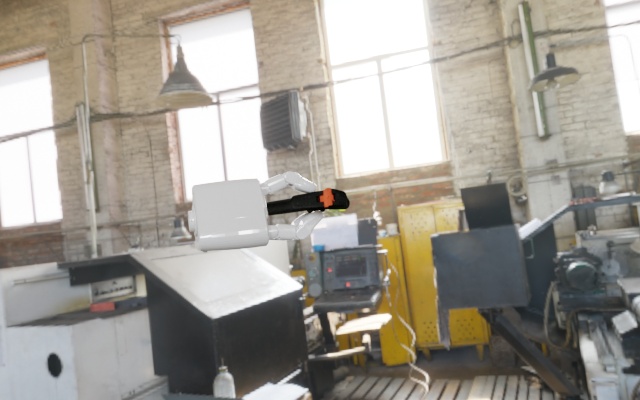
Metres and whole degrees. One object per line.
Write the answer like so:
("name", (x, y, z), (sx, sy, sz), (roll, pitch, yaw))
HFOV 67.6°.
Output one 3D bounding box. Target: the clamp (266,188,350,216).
("clamp", (0.000, 0.002, 0.819), (0.164, 0.036, 0.210), (-5, -4, -18))
